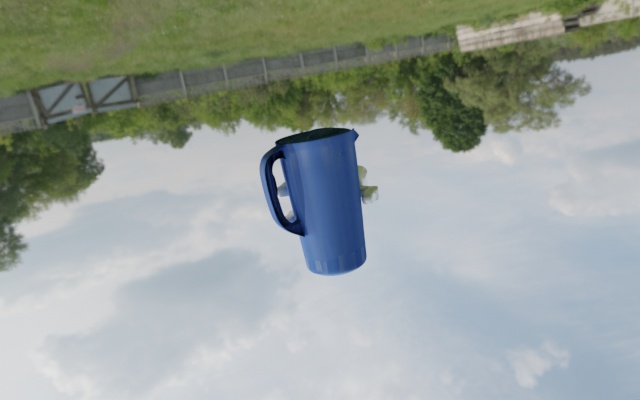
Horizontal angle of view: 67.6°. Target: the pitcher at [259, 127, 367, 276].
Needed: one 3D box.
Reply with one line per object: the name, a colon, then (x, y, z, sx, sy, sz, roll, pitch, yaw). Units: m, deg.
pitcher: (0.000, 0.003, 0.811, 0.149, 0.243, 0.145, -6, 15, 15)
